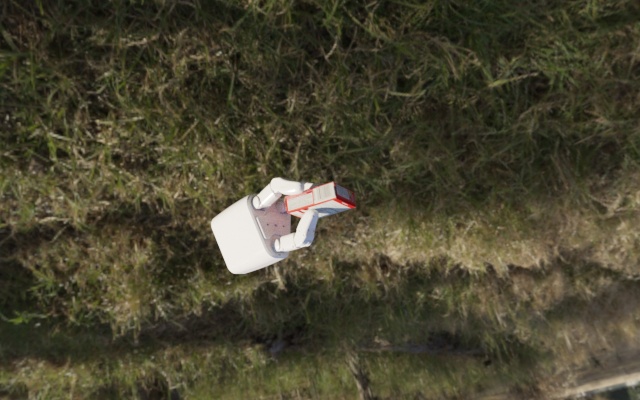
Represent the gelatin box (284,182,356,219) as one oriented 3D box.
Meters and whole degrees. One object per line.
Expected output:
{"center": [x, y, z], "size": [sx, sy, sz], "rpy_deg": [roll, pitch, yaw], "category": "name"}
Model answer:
{"center": [0.000, 0.003, 0.749], "size": [0.089, 0.030, 0.073], "rpy_deg": [-17, -20, 24], "category": "gelatin box"}
